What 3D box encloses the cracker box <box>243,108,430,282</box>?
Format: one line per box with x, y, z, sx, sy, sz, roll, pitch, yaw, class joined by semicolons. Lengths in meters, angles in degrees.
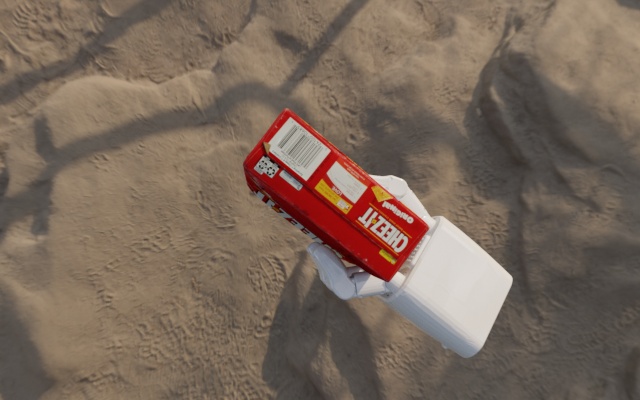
0.000;0.002;0.506;0.164;0.072;0.214;39;-7;-5;cracker box
